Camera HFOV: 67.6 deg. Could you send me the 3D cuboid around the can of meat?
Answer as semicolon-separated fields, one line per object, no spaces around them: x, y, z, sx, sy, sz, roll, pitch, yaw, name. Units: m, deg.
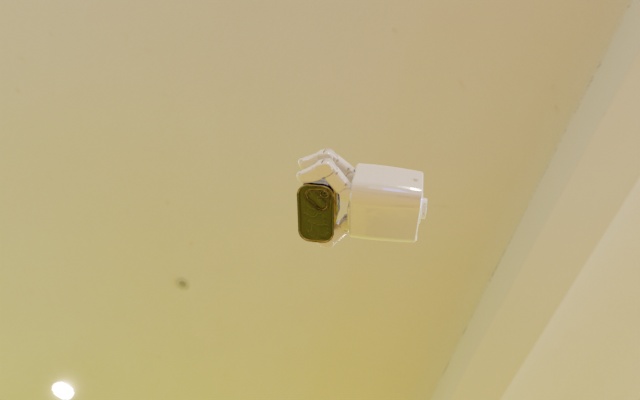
0.000;0.002;0.768;0.057;0.102;0.084;5;30;10;can of meat
